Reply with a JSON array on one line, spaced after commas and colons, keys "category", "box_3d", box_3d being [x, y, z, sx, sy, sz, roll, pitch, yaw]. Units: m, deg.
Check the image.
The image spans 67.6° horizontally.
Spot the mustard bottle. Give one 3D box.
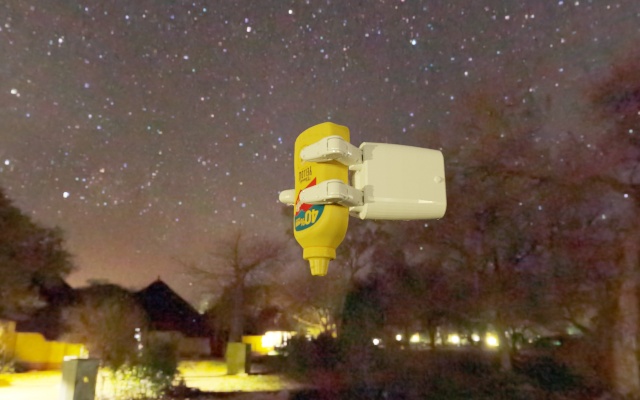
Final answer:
[{"category": "mustard bottle", "box_3d": [0.000, 0.002, 0.626, 0.058, 0.191, 0.096, 10, -18, -32]}]
